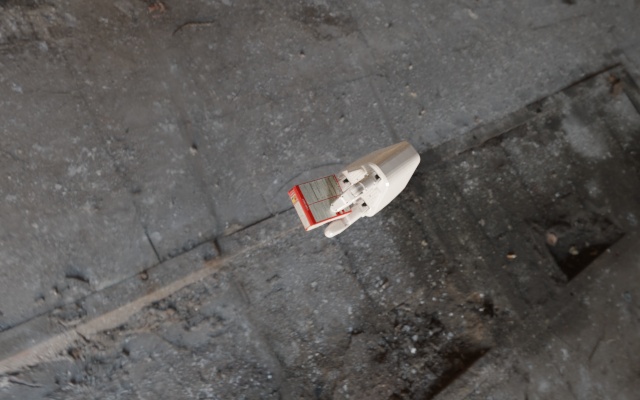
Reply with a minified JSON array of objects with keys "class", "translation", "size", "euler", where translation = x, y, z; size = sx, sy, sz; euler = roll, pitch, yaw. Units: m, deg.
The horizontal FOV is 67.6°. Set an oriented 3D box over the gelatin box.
[{"class":"gelatin box","translation":[0.000,0.003,0.799],"size":[0.089,0.073,0.030],"euler":[-18,-13,-36]}]
